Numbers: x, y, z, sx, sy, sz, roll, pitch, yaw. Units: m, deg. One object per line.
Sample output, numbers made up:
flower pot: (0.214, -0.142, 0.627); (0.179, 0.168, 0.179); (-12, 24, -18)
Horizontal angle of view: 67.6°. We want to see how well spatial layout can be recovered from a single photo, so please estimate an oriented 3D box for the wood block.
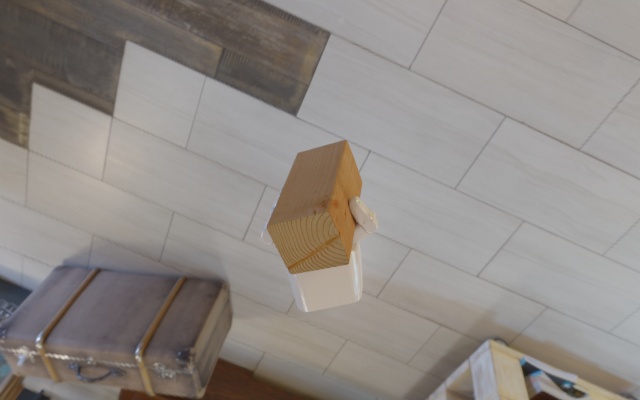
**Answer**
wood block: (0.001, 0.003, 0.710); (0.091, 0.090, 0.206); (-13, 30, 18)
